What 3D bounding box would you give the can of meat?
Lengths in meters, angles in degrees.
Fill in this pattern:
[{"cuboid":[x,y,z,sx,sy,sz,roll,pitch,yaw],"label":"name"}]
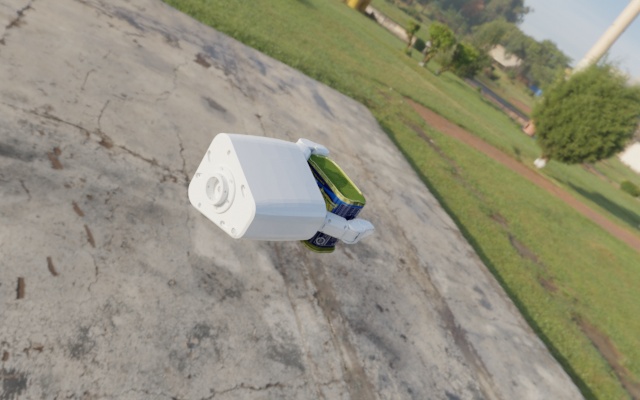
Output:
[{"cuboid":[0.000,0.002,0.609,0.057,0.084,0.102,6,37,-47],"label":"can of meat"}]
